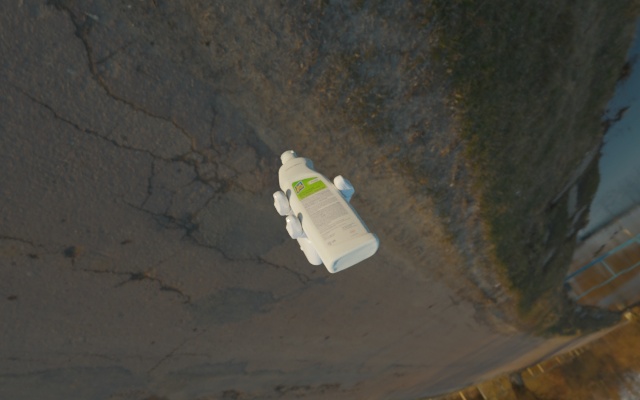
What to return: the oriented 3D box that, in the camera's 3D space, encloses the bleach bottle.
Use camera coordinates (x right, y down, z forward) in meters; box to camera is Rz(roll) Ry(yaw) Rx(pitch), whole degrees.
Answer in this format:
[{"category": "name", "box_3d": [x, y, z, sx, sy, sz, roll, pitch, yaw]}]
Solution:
[{"category": "bleach bottle", "box_3d": [0.000, 0.003, 0.864, 0.102, 0.250, 0.068, -24, -30, -13]}]
